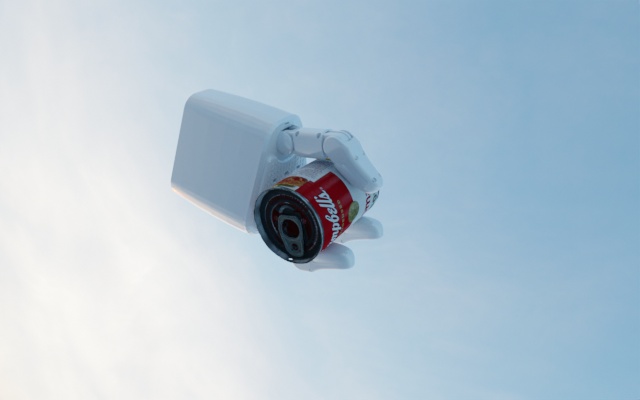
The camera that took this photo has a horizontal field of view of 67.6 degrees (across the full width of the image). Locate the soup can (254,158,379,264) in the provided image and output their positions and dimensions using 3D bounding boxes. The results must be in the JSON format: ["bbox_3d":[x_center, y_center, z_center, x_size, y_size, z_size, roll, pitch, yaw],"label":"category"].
[{"bbox_3d":[0.001,0.001,0.418,0.068,0.068,0.102,0,23,36],"label":"soup can"}]
